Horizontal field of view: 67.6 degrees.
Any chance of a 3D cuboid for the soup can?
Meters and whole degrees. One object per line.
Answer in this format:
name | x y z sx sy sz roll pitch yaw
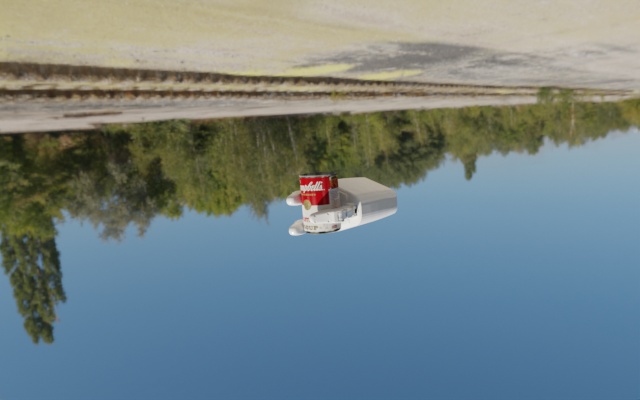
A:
soup can | 0.000 0.003 0.846 0.068 0.102 0.068 -4 8 1
